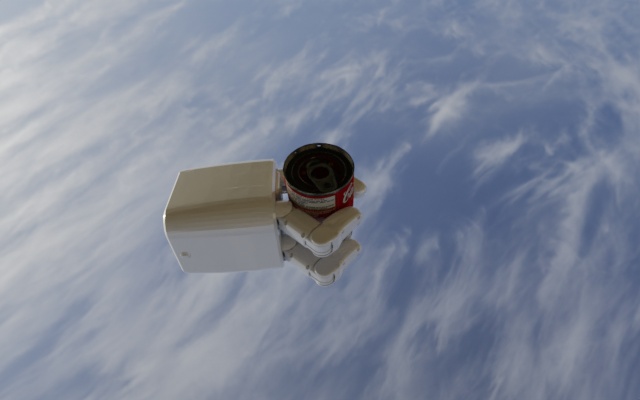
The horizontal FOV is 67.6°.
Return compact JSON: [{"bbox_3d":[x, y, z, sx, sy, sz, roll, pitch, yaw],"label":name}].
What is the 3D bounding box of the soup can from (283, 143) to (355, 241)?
[{"bbox_3d":[0.001,0.002,0.487,0.068,0.068,0.102,0,-41,3],"label":"soup can"}]
